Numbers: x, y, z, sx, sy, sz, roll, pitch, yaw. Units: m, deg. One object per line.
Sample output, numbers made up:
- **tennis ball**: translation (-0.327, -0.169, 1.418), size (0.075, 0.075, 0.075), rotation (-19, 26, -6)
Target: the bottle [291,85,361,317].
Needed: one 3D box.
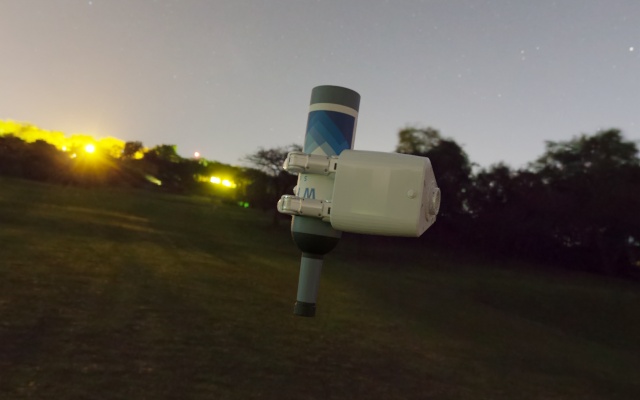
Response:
- **bottle**: translation (0.000, 0.002, 0.626), size (0.069, 0.295, 0.069), rotation (8, -5, 1)
